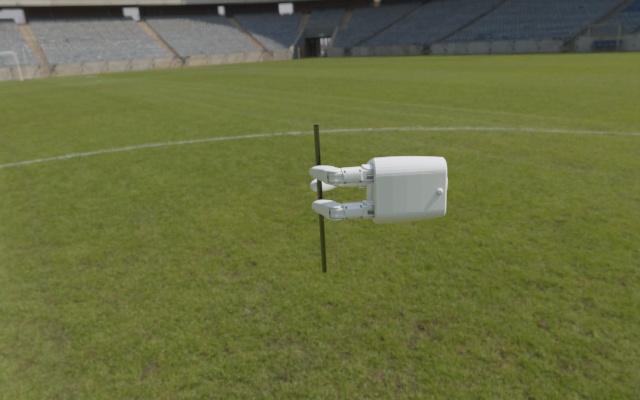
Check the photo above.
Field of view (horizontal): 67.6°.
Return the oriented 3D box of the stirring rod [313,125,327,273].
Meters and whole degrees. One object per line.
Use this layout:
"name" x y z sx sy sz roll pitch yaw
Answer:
"stirring rod" 0.000 0.003 0.746 0.011 0.240 0.011 -3 18 1
